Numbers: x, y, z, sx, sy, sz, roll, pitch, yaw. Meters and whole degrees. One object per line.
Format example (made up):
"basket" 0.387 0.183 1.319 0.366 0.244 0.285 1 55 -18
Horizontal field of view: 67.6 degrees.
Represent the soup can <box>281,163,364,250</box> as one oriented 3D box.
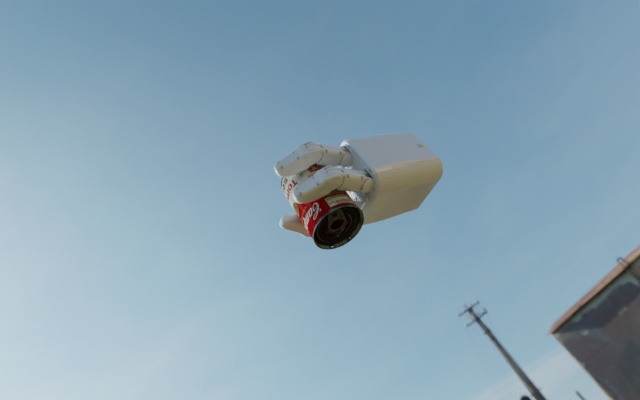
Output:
"soup can" -0.001 0.002 0.595 0.068 0.068 0.102 0 38 -34
